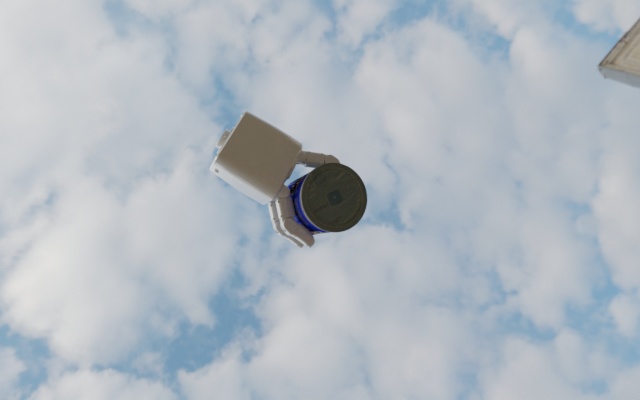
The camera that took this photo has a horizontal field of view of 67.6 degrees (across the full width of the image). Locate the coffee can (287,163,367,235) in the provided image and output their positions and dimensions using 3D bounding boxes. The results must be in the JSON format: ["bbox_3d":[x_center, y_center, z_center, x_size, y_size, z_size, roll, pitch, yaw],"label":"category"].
[{"bbox_3d":[0.000,0.003,0.759,0.103,0.103,0.140,0,-6,-18],"label":"coffee can"}]
